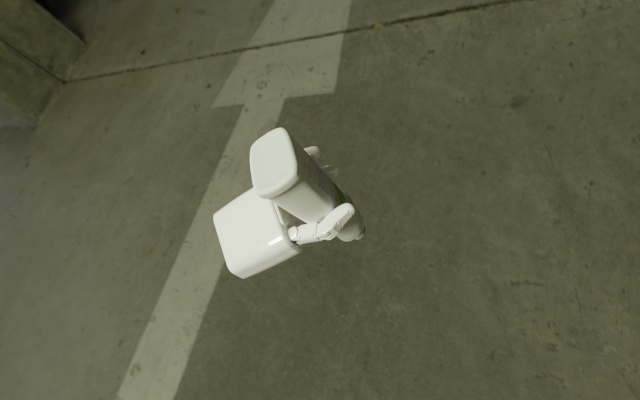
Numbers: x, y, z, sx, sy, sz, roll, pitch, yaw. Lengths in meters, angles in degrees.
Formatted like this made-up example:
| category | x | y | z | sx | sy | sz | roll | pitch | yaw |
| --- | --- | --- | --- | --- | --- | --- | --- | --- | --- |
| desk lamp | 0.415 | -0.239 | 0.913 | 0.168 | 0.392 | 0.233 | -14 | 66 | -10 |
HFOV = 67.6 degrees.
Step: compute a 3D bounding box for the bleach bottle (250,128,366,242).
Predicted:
| category | x | y | z | sx | sy | sz | roll | pitch | yaw |
| --- | --- | --- | --- | --- | --- | --- | --- | --- | --- |
| bleach bottle | 0.000 | 0.002 | 0.696 | 0.068 | 0.102 | 0.251 | -29 | -40 | 18 |
